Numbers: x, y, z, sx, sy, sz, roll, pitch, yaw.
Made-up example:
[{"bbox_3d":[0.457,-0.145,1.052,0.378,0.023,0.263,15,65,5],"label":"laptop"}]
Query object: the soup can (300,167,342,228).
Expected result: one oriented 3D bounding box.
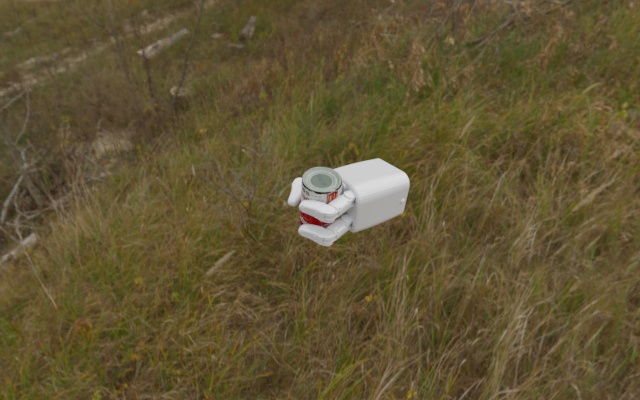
[{"bbox_3d":[0.000,0.002,0.806,0.068,0.102,0.068,2,43,-2],"label":"soup can"}]
